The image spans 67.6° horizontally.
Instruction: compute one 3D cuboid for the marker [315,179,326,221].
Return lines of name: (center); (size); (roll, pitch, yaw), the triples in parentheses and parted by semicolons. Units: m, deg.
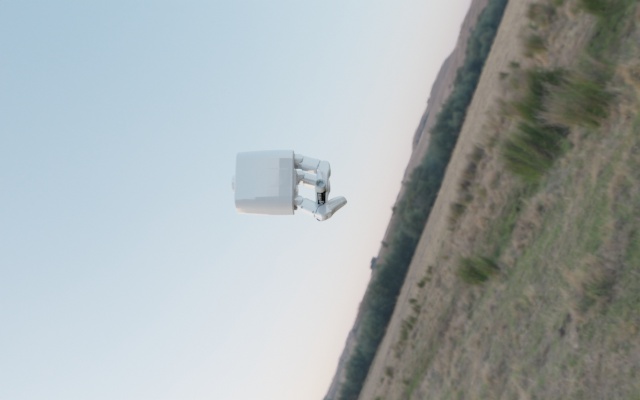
marker: (0.000, 0.003, 0.846); (0.020, 0.020, 0.121); (0, -31, 1)
